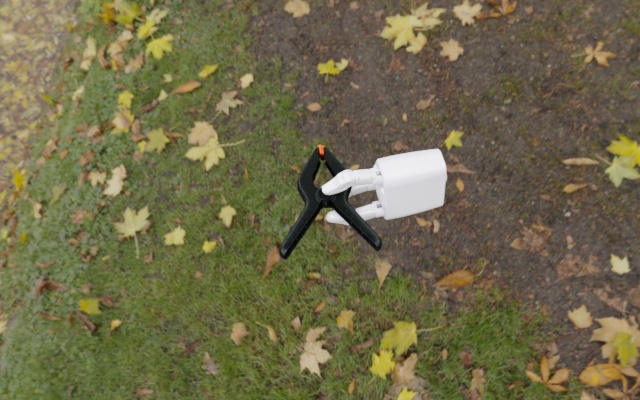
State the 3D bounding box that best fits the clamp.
[{"bbox_3d":[0.000,0.002,0.807,0.164,0.210,0.036,-11,-26,-3],"label":"clamp"}]
